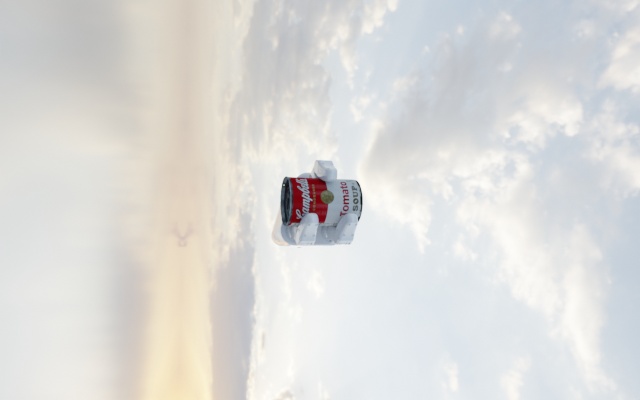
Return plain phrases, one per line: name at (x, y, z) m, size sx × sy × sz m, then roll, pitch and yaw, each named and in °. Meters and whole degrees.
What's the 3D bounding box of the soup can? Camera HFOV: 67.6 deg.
soup can at (0.001, 0.002, 0.664) m, size 0.102 × 0.068 × 0.068 m, roll 1°, pitch 0°, yaw -16°
